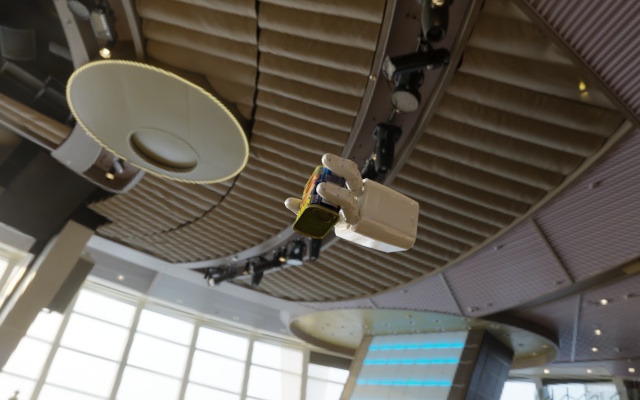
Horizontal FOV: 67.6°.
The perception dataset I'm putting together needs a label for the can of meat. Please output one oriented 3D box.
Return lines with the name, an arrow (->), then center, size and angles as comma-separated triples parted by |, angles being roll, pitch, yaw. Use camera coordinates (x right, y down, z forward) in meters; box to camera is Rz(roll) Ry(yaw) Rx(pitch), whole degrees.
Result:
can of meat -> 0.000, 0.002, 0.779 | 0.057, 0.084, 0.102 | 20, -31, -11
